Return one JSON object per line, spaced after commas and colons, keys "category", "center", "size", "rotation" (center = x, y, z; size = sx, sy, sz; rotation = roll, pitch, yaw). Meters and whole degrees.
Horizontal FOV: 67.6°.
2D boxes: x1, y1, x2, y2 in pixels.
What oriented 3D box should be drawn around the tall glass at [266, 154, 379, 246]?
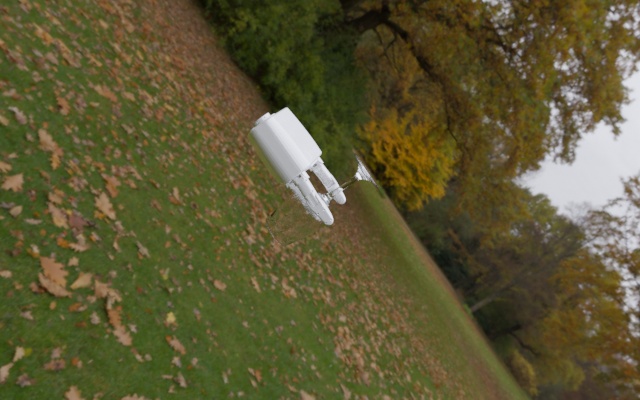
{"category": "tall glass", "center": [0.001, 0.003, 0.852], "size": [0.201, 0.079, 0.079], "rotation": [-34, -6, 9]}
